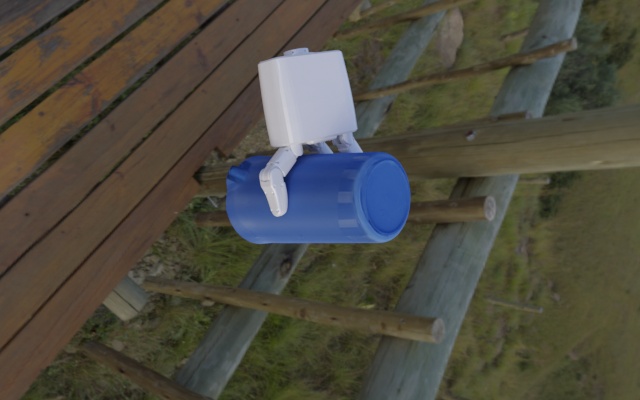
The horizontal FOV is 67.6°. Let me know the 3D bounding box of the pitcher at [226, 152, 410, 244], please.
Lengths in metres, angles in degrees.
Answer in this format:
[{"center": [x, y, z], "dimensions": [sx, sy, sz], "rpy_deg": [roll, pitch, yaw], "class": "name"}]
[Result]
[{"center": [0.000, 0.002, 0.648], "dimensions": [0.243, 0.145, 0.149], "rpy_deg": [0, 15, 45], "class": "pitcher"}]
